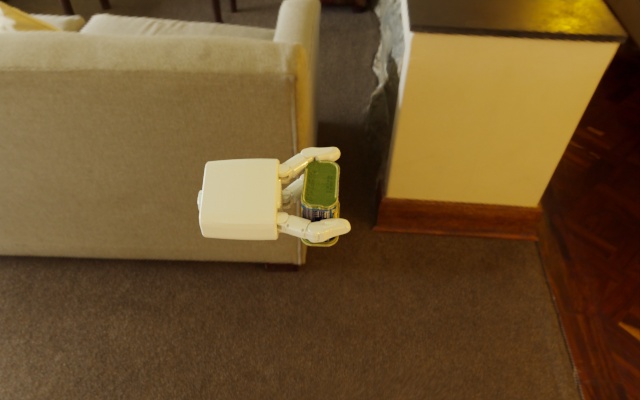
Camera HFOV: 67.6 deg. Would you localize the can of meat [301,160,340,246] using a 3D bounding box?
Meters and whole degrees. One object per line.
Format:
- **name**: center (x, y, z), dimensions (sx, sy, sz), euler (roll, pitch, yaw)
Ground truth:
- **can of meat**: center (0.000, 0.002, 0.708), dimensions (0.057, 0.102, 0.084), euler (2, -43, 2)
